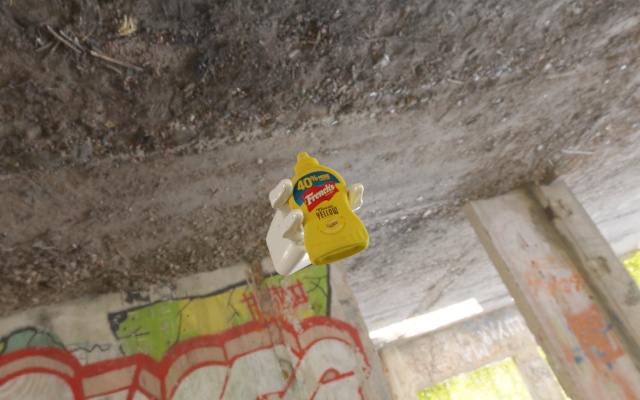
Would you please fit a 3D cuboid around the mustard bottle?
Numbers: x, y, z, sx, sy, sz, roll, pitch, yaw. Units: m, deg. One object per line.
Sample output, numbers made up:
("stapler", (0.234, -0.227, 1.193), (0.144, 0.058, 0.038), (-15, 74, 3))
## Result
("mustard bottle", (0.000, 0.003, 0.764), (0.096, 0.191, 0.058), (-18, -28, -7))
